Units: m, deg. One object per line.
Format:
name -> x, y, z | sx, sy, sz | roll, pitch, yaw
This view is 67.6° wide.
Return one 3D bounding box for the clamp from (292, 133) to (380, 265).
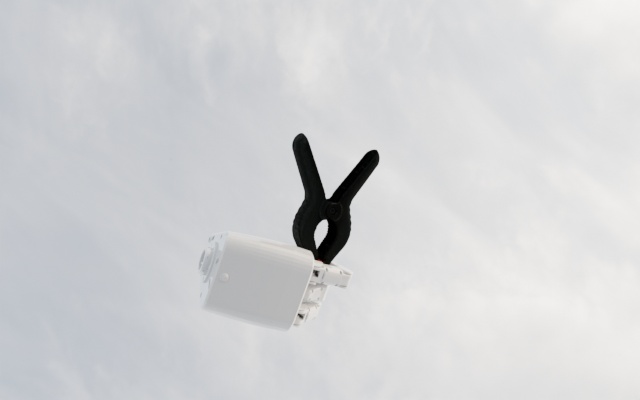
clamp -> 0.000, 0.002, 0.586 | 0.120, 0.171, 0.039 | 18, -1, -24
